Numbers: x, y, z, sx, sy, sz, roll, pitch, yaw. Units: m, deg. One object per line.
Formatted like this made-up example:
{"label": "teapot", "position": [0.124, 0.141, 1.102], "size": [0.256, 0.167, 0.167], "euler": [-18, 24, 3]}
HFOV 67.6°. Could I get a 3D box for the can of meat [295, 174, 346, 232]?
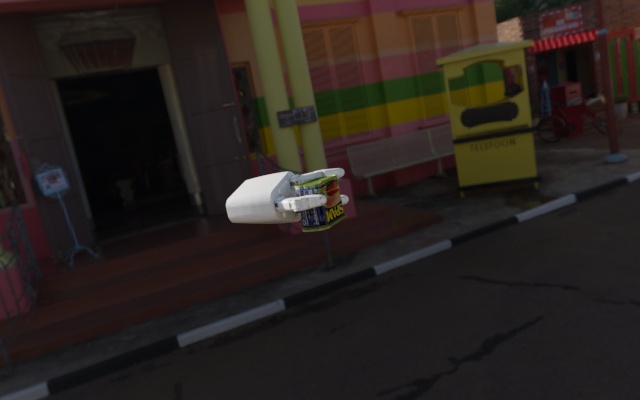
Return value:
{"label": "can of meat", "position": [0.000, 0.003, 0.884], "size": [0.057, 0.084, 0.102], "euler": [-6, 11, 30]}
